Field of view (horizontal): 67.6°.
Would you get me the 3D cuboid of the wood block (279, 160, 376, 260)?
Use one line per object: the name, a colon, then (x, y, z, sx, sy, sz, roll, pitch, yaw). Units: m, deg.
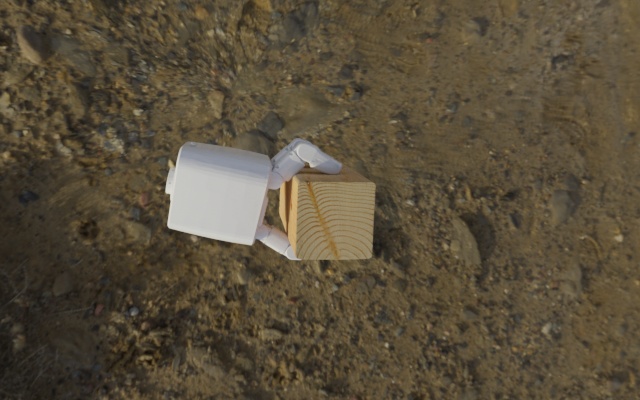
wood block: (0.000, 0.002, 0.626, 0.090, 0.091, 0.206, 0, 12, -10)
